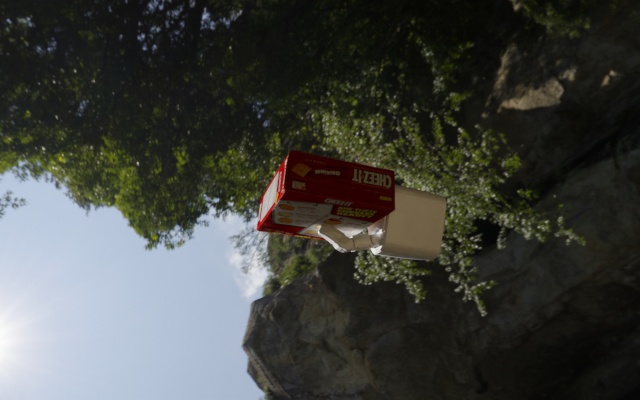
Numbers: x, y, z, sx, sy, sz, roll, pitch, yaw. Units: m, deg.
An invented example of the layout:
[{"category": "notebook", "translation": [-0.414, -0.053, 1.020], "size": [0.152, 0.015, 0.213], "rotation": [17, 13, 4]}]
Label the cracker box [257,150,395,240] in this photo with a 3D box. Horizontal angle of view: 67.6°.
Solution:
[{"category": "cracker box", "translation": [0.000, 0.003, 0.759], "size": [0.164, 0.072, 0.214], "rotation": [9, -21, -15]}]
